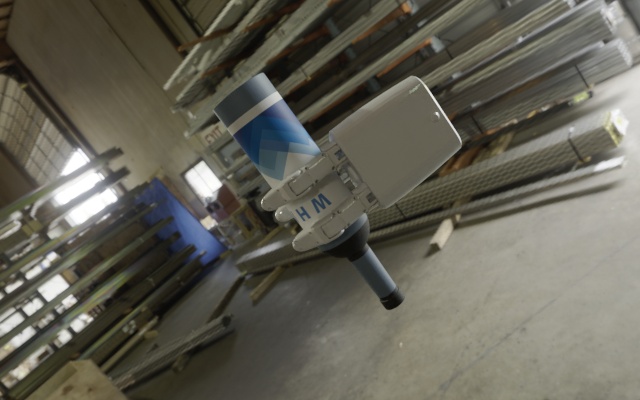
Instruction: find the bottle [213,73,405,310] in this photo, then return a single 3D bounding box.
[{"bbox_3d":[0.000,0.002,0.527,0.069,0.296,0.069,-35,10,7],"label":"bottle"}]
